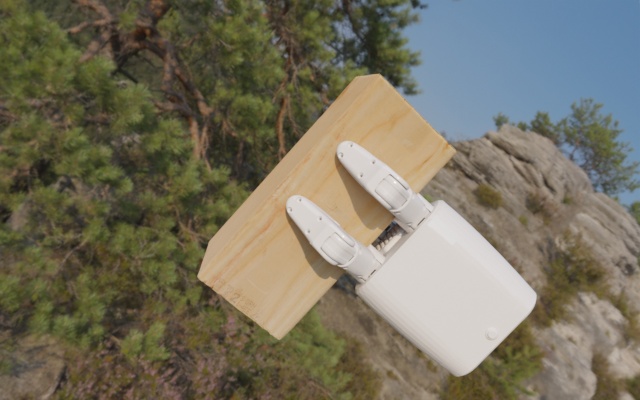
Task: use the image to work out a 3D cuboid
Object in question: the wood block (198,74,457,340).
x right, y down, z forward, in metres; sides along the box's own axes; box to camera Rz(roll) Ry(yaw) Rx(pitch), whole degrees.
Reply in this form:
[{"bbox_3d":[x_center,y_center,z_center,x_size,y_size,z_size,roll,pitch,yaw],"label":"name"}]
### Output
[{"bbox_3d":[0.000,0.001,0.409,0.090,0.206,0.091,41,5,-13],"label":"wood block"}]
